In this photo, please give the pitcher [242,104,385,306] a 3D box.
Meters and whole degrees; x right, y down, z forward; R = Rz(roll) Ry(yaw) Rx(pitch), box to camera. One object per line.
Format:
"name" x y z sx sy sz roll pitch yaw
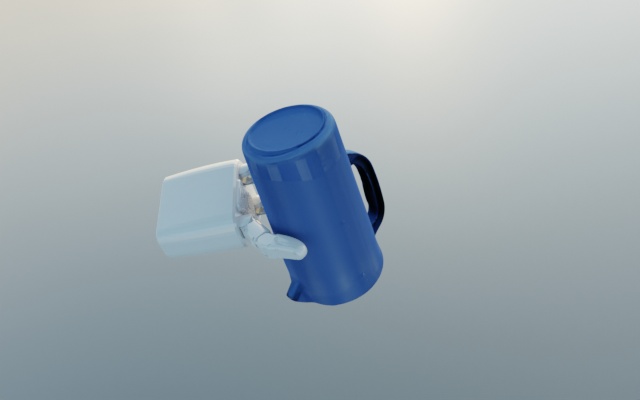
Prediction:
"pitcher" 0.000 0.002 0.598 0.145 0.243 0.149 -10 41 11
